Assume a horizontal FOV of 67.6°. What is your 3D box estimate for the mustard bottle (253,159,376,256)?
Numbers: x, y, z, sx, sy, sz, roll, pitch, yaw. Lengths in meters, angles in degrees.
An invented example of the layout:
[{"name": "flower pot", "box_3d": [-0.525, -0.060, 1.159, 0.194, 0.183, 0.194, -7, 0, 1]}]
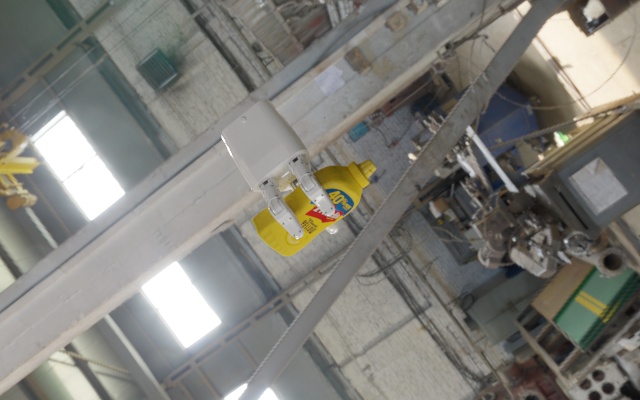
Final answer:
[{"name": "mustard bottle", "box_3d": [0.000, 0.003, 0.707, 0.191, 0.058, 0.096, -37, -41, 8]}]
